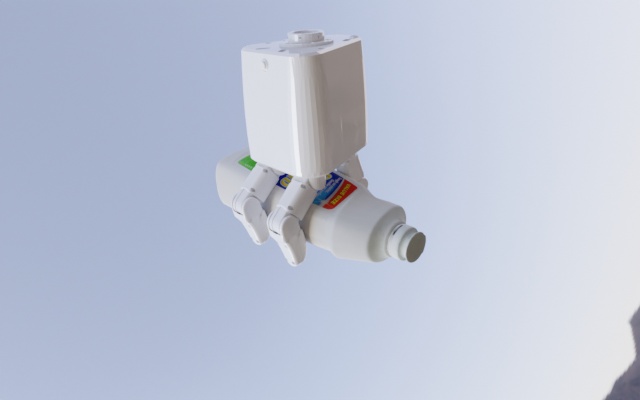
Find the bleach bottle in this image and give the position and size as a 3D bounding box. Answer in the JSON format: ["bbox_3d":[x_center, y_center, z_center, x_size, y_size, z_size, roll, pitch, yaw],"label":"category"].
[{"bbox_3d":[0.000,0.002,0.490,0.102,0.068,0.250,-25,33,-38],"label":"bleach bottle"}]
